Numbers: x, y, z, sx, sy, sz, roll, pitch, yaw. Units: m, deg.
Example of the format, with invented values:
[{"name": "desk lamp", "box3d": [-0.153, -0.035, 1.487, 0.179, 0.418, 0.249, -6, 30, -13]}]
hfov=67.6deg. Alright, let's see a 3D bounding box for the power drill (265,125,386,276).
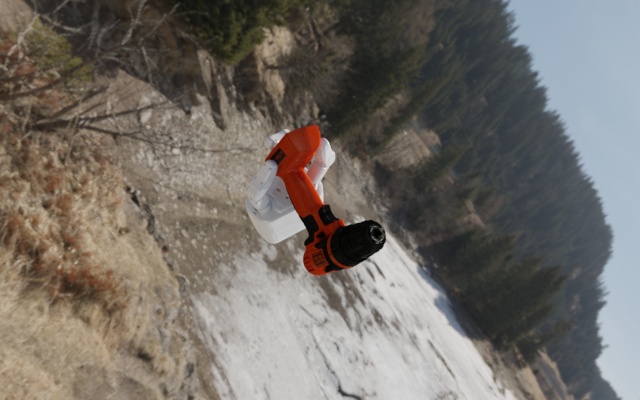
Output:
[{"name": "power drill", "box3d": [0.000, 0.002, 0.622, 0.057, 0.187, 0.184, -18, -9, -30]}]
